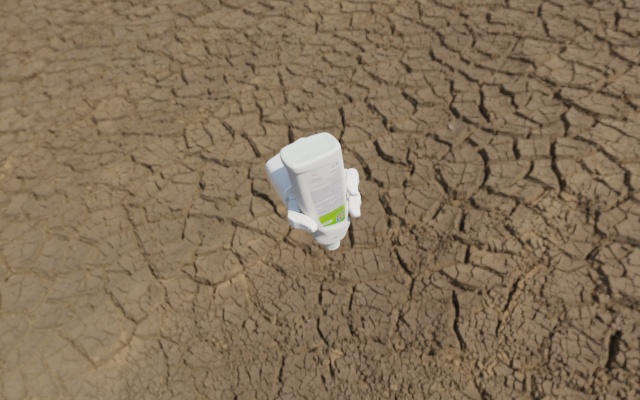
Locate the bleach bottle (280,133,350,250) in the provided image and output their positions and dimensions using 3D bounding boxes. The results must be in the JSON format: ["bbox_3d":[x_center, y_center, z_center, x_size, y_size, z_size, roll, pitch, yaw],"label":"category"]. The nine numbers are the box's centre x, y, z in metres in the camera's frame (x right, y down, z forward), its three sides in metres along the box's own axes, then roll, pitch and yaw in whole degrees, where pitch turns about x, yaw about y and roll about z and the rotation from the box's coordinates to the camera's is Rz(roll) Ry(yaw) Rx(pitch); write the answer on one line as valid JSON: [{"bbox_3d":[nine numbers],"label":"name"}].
[{"bbox_3d":[0.000,0.003,0.867,0.102,0.251,0.068,-24,45,-14],"label":"bleach bottle"}]
